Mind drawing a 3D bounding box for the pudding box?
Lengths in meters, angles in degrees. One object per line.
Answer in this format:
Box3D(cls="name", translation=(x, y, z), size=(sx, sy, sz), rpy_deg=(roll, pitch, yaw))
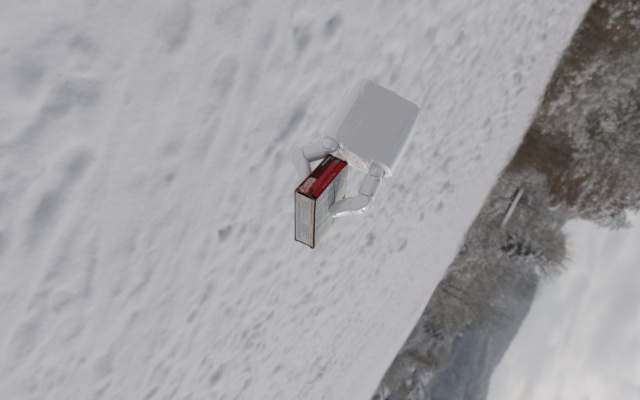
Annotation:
Box3D(cls="pudding box", translation=(0.000, 0.002, 0.692), size=(0.039, 0.114, 0.090), rpy_deg=(26, 52, 22))
